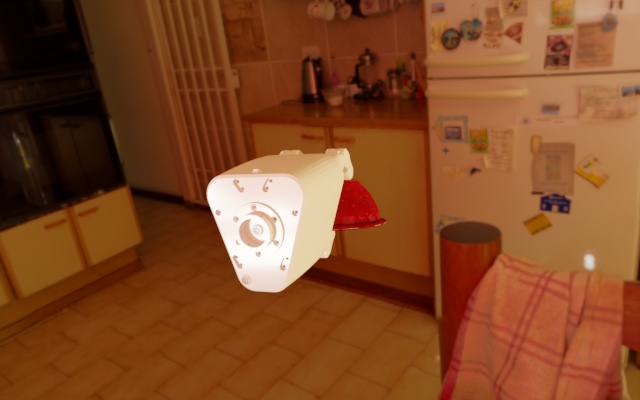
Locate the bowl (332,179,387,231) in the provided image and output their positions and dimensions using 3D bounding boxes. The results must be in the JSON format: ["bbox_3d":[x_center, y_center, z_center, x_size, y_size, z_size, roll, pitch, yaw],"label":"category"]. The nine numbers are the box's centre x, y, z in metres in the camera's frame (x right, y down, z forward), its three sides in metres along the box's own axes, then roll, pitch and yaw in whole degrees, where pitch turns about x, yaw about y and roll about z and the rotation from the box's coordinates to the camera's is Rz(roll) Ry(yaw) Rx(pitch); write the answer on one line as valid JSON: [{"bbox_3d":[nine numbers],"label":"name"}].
[{"bbox_3d":[0.000,0.001,0.593,0.162,0.055,0.162,-1,3,0],"label":"bowl"}]
